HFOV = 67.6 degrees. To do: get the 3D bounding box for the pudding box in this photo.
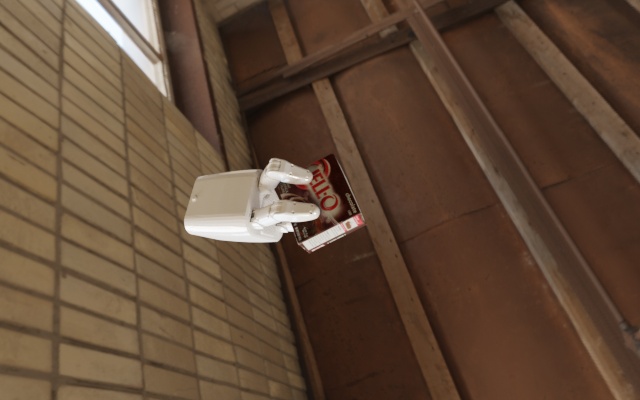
[{"bbox_3d":[0.000,0.002,0.640,0.090,0.113,0.039,-28,-34,7],"label":"pudding box"}]
